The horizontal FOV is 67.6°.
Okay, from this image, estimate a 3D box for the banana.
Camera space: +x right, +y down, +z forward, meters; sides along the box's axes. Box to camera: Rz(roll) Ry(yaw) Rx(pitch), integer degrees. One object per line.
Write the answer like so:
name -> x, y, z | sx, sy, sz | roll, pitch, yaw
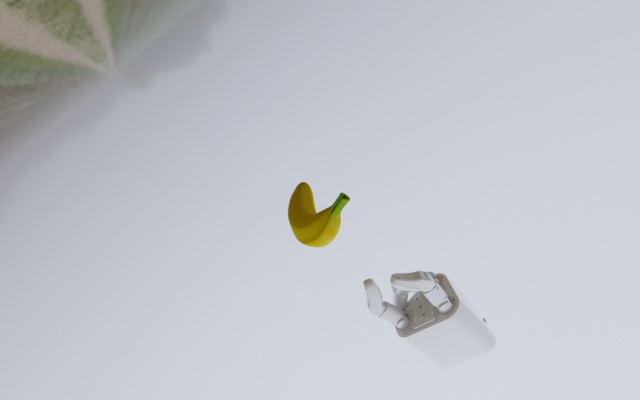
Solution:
banana -> -0.009, 0.018, 0.572 | 0.037, 0.069, 0.198 | 35, -4, -17
